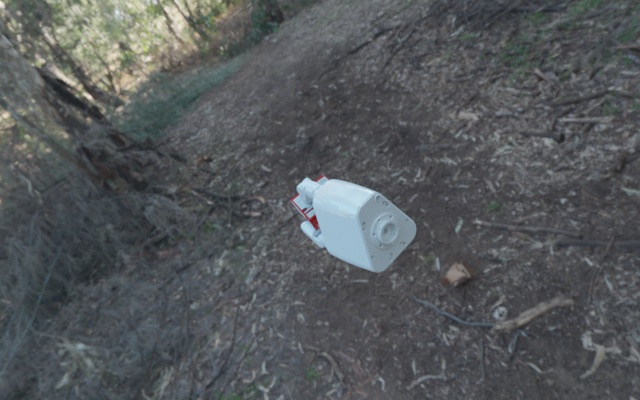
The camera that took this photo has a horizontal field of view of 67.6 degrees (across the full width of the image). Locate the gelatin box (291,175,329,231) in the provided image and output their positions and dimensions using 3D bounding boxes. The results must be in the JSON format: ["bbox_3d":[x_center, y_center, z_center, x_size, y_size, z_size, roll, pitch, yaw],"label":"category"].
[{"bbox_3d":[0.000,0.002,0.790,0.073,0.030,0.089,-38,32,-5],"label":"gelatin box"}]
